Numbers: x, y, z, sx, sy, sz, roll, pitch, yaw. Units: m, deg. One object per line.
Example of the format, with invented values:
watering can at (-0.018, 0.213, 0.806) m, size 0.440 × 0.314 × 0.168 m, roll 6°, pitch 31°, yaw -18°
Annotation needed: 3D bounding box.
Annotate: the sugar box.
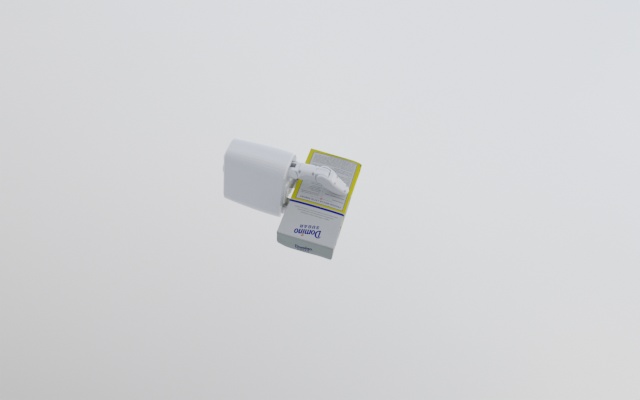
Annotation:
sugar box at (0.000, 0.003, 0.779) m, size 0.093 × 0.176 × 0.048 m, roll 17°, pitch -31°, yaw 7°
